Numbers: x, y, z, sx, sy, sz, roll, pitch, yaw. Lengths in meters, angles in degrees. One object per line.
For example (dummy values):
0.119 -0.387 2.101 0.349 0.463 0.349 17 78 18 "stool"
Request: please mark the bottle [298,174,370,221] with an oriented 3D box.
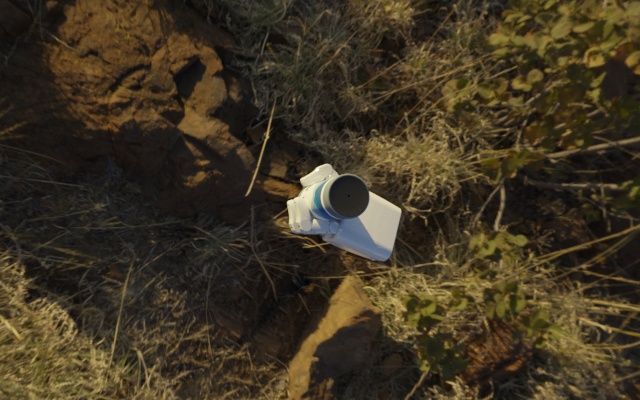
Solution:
0.000 0.003 0.840 0.069 0.069 0.296 0 -4 -16 "bottle"
